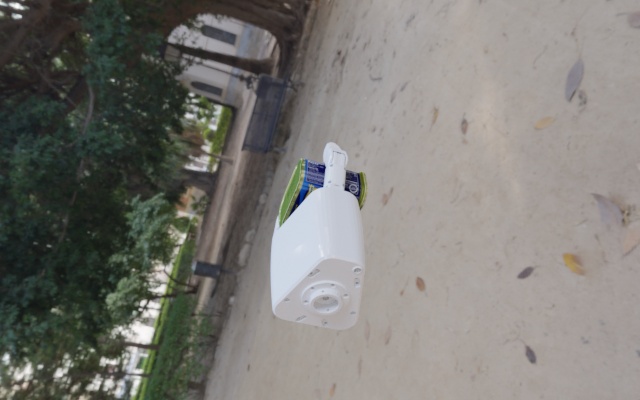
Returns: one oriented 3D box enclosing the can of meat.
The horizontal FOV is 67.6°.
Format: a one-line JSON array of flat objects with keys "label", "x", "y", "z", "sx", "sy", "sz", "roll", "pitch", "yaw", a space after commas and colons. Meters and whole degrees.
[{"label": "can of meat", "x": 0.000, "y": 0.002, "z": 0.598, "sx": 0.084, "sy": 0.102, "sz": 0.057, "roll": 14, "pitch": 39, "yaw": -14}]
